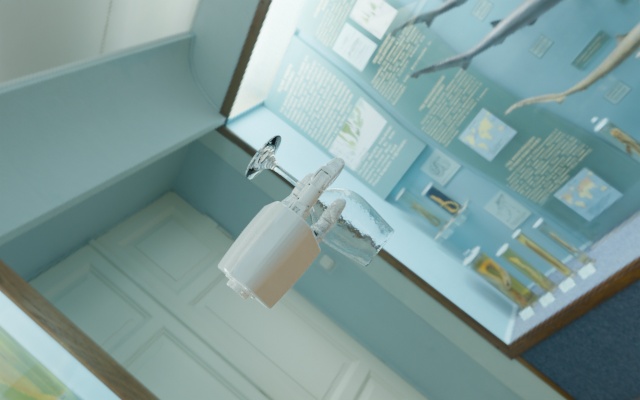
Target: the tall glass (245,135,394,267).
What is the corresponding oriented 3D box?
[{"bbox_3d":[0.000,0.002,0.635,0.201,0.079,0.079,38,5,7],"label":"tall glass"}]
